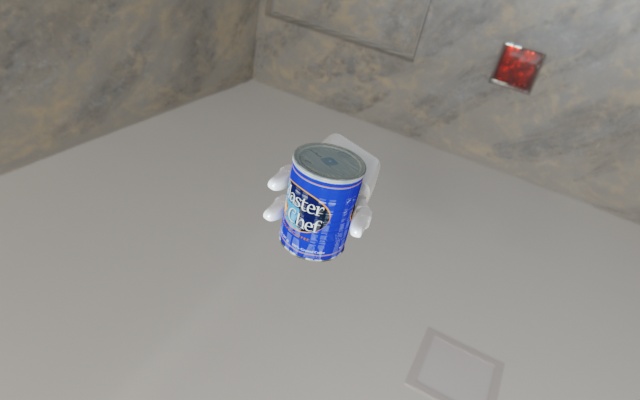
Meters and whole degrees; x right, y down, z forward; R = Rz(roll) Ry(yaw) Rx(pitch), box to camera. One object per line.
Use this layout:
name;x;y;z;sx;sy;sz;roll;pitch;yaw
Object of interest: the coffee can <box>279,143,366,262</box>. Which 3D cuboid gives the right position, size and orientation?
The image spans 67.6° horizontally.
coffee can;0.000;0.002;0.689;0.103;0.140;0.102;9;33;-6
